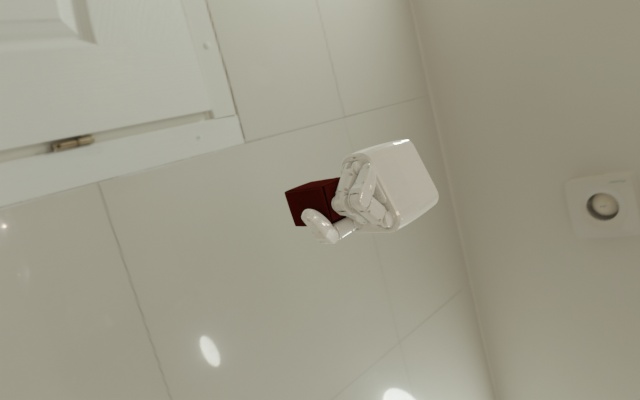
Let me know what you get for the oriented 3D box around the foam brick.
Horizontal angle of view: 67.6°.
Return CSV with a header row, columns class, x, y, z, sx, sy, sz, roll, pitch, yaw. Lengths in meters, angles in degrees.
class,x,y,z,sx,sy,sz,roll,pitch,yaw
foam brick,0.000,0.002,0.649,0.078,0.053,0.051,-5,14,47
